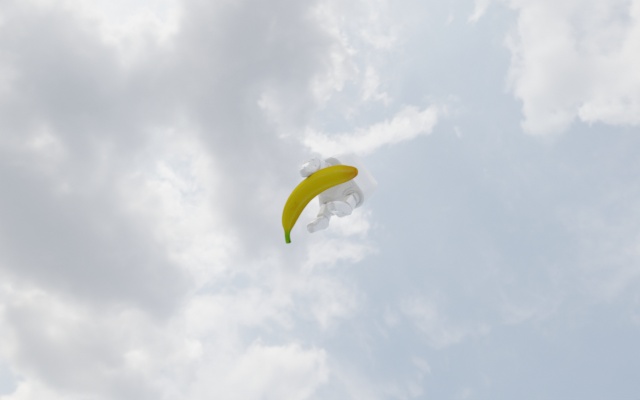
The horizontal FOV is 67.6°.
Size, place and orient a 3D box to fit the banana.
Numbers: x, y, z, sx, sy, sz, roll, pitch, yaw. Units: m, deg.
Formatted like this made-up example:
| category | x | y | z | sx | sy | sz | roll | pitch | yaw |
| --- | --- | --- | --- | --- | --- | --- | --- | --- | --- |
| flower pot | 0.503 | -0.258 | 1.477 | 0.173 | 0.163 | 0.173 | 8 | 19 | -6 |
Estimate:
| category | x | y | z | sx | sy | sz | roll | pitch | yaw |
| --- | --- | --- | --- | --- | --- | --- | --- | --- | --- |
| banana | -0.013 | -0.009 | 0.853 | 0.198 | 0.069 | 0.037 | -47 | -17 | 26 |
